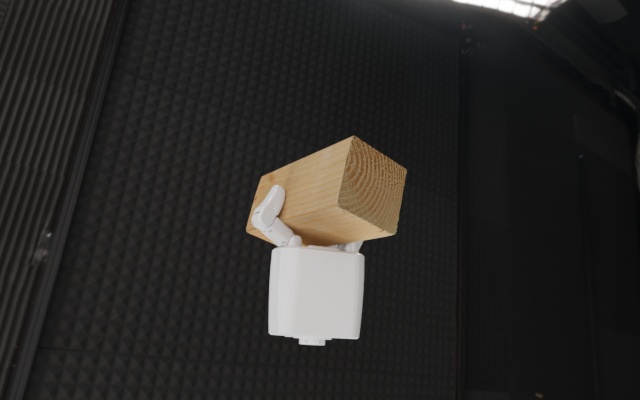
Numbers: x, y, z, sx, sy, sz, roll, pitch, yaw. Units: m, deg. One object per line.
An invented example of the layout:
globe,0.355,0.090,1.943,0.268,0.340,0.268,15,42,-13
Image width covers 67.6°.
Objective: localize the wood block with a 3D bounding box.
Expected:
wood block,0.000,0.002,0.616,0.091,0.090,0.206,27,-26,-30
